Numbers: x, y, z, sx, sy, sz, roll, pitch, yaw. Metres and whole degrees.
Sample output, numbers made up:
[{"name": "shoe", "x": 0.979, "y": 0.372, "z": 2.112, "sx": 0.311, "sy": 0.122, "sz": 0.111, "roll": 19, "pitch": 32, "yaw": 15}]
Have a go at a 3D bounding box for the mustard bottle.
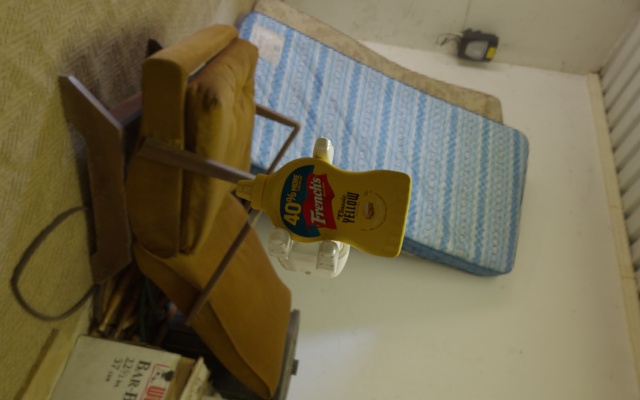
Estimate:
[{"name": "mustard bottle", "x": 0.000, "y": 0.002, "z": 0.537, "sx": 0.191, "sy": 0.096, "sz": 0.058, "roll": 10, "pitch": 2, "yaw": 4}]
